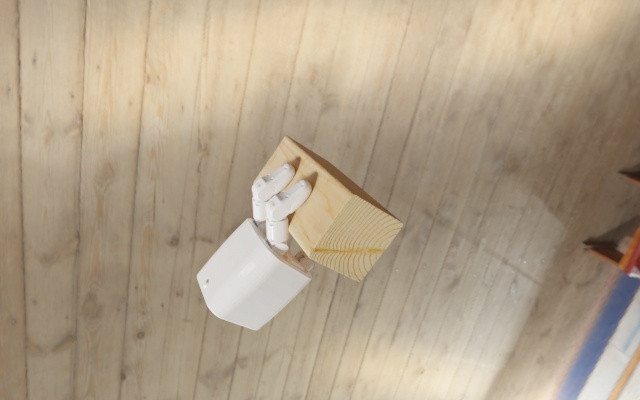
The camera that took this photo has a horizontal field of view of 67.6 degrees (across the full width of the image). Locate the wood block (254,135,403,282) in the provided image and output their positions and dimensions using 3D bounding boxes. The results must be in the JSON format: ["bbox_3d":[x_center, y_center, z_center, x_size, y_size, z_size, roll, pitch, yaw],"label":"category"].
[{"bbox_3d":[0.000,0.003,0.623,0.091,0.090,0.206,30,9,-35],"label":"wood block"}]
